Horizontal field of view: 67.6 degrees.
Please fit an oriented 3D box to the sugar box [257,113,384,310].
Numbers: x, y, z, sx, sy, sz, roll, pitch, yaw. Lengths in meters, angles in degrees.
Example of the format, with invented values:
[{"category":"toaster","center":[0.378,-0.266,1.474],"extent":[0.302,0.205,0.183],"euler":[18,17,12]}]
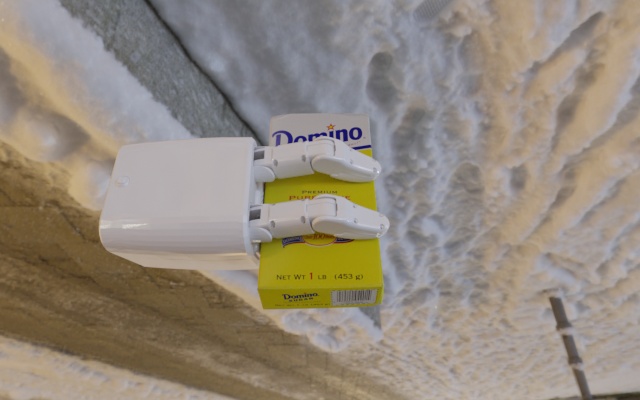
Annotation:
[{"category":"sugar box","center":[0.000,0.001,0.402],"extent":[0.093,0.176,0.048],"euler":[-1,-33,0]}]
